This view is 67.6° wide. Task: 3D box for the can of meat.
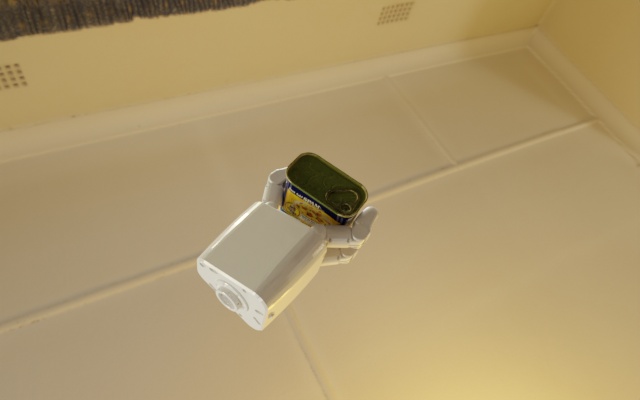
[{"bbox_3d":[0.000,0.002,0.607,0.102,0.057,0.084,34,-35,10],"label":"can of meat"}]
